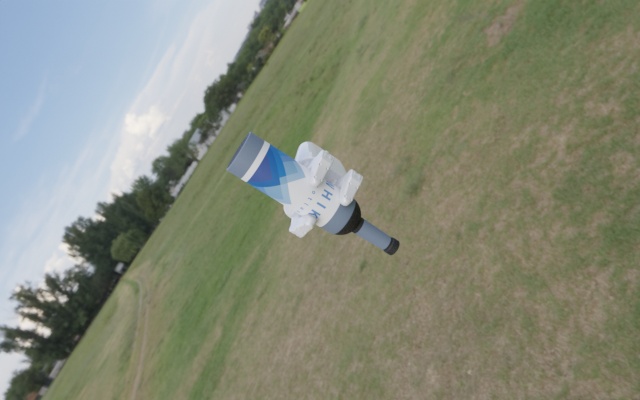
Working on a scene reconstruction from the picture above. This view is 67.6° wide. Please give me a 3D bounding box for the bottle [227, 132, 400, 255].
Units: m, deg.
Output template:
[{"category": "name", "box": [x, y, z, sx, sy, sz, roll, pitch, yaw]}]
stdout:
[{"category": "bottle", "box": [0.000, 0.002, 0.737, 0.296, 0.069, 0.069, 32, -9, -15]}]
